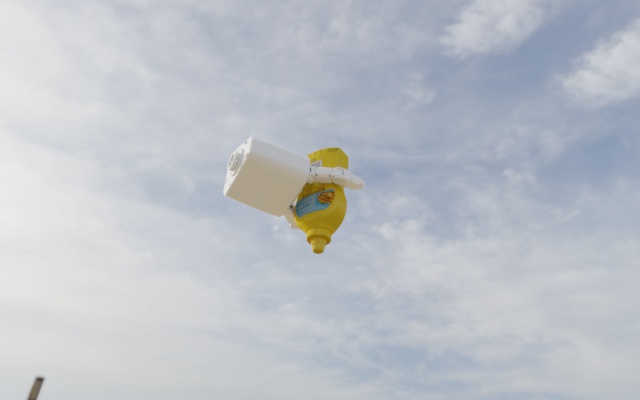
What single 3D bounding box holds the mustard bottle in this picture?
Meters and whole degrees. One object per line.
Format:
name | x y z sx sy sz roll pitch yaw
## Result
mustard bottle | 0.000 0.003 0.818 0.096 0.191 0.058 -18 -40 28
